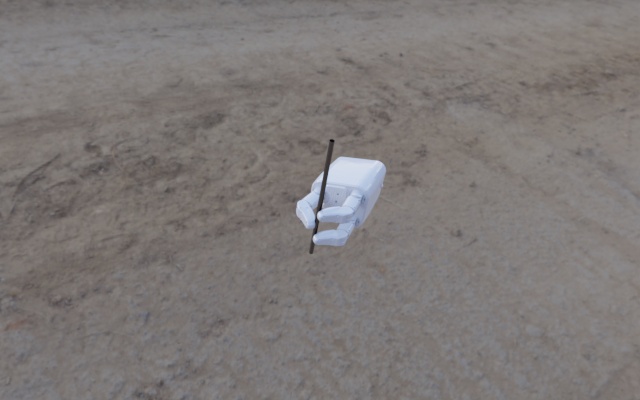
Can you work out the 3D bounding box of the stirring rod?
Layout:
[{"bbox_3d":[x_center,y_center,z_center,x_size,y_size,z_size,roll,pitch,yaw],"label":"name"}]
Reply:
[{"bbox_3d":[0.000,0.003,0.783,0.011,0.240,0.011,6,40,-5],"label":"stirring rod"}]
